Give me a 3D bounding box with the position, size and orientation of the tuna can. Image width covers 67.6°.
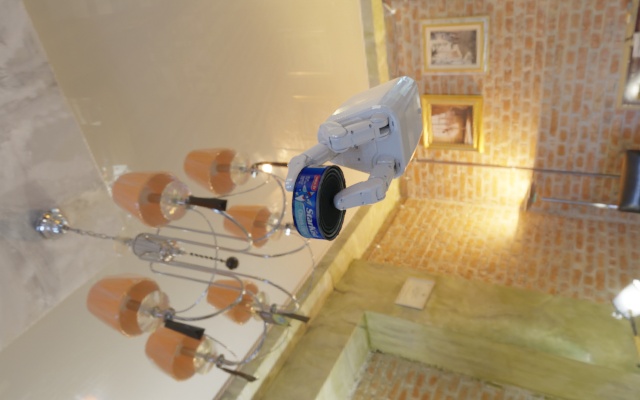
[{"bbox_3d":[0.000,0.002,0.540,0.034,0.086,0.086,4,1,23],"label":"tuna can"}]
